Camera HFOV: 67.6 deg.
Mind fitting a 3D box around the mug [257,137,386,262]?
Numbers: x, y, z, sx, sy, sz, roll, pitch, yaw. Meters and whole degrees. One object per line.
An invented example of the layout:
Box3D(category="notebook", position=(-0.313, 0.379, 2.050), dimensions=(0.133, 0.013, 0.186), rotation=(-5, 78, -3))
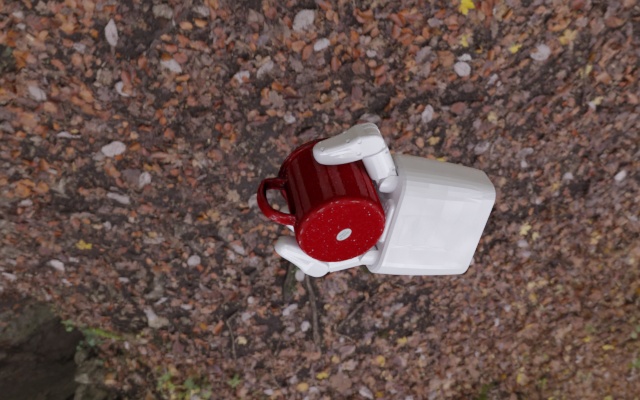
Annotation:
Box3D(category="mug", position=(-0.001, 0.001, 0.438), dimensions=(0.117, 0.093, 0.081), rotation=(5, 40, -20))
